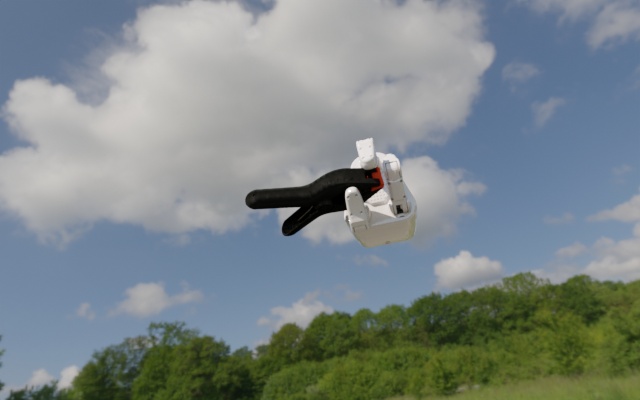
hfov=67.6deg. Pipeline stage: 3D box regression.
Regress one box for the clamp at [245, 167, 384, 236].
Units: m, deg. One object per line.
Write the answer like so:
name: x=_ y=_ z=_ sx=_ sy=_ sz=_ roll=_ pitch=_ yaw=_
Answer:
clamp: x=0.000 y=0.001 z=0.626 sx=0.171 sy=0.039 sz=0.120 roll=-13 pitch=-23 yaw=7
